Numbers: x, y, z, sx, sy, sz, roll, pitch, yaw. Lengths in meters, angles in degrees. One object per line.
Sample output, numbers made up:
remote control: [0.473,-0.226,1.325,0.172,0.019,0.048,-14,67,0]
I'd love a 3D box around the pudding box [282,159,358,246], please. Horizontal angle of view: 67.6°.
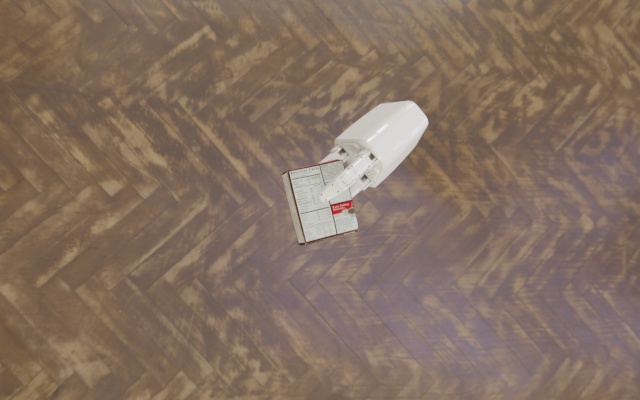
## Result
pudding box: [0.000,0.002,0.707,0.090,0.113,0.039,-13,-4,-18]
